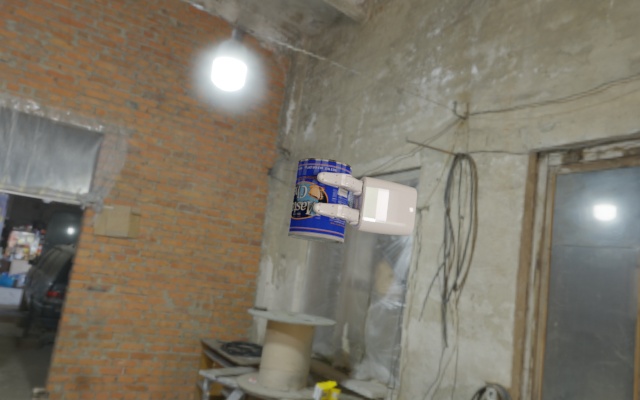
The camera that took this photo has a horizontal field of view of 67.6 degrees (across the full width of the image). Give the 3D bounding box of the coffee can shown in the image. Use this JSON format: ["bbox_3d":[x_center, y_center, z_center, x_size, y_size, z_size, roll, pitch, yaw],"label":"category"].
[{"bbox_3d":[0.000,0.003,0.882,0.103,0.140,0.103,7,-9,1],"label":"coffee can"}]
